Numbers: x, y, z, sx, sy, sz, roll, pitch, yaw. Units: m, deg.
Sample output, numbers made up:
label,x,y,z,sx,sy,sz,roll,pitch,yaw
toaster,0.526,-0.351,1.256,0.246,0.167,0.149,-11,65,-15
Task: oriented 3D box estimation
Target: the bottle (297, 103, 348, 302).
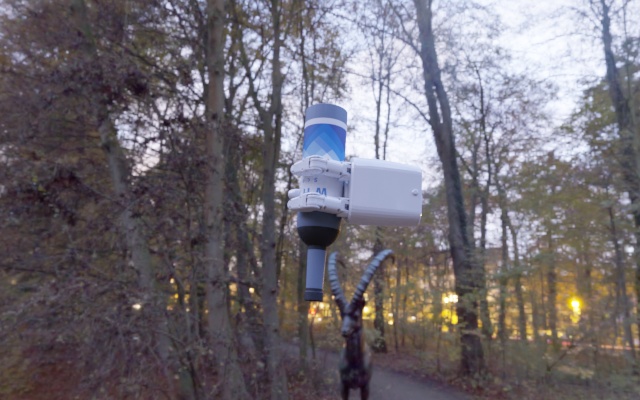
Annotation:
label,x,y,z,sx,sy,sz,roll,pitch,yaw
bottle,0.000,0.002,0.722,0.069,0.295,0.069,4,-14,1
